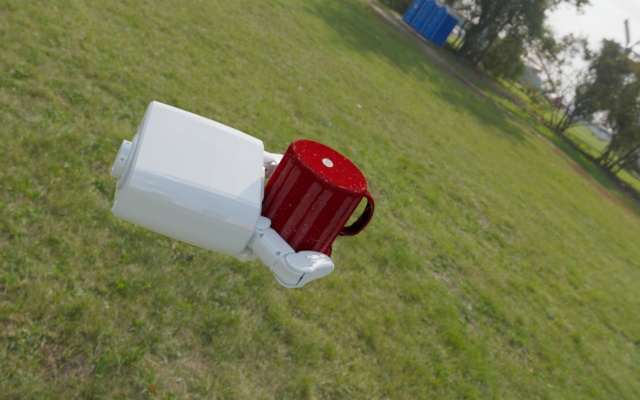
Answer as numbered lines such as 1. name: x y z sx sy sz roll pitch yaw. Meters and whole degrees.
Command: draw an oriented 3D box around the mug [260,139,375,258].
1. mug: 0.001 0.002 0.447 0.117 0.081 0.093 19 28 -26
